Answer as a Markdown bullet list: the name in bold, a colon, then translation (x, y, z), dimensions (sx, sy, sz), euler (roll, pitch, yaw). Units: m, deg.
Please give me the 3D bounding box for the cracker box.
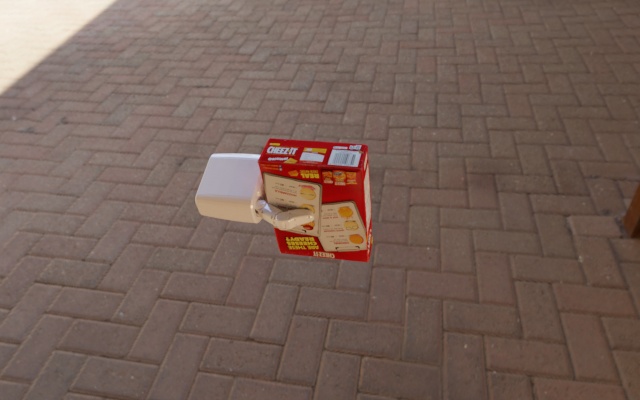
- **cracker box**: translation (0.000, 0.003, 0.793), dimensions (0.164, 0.214, 0.072), euler (5, 45, 14)
